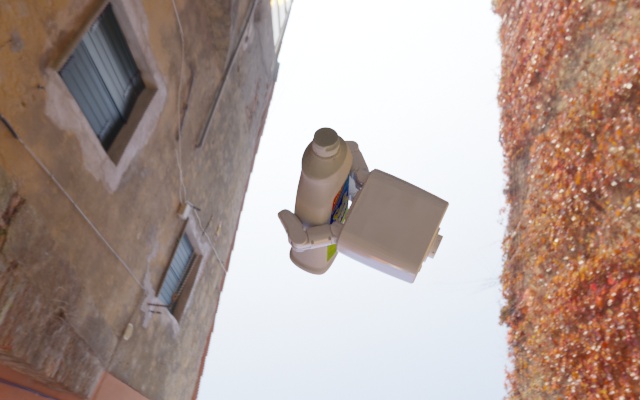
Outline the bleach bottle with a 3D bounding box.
[{"bbox_3d":[0.000,0.002,0.627,0.068,0.102,0.251,25,-29,14],"label":"bleach bottle"}]
